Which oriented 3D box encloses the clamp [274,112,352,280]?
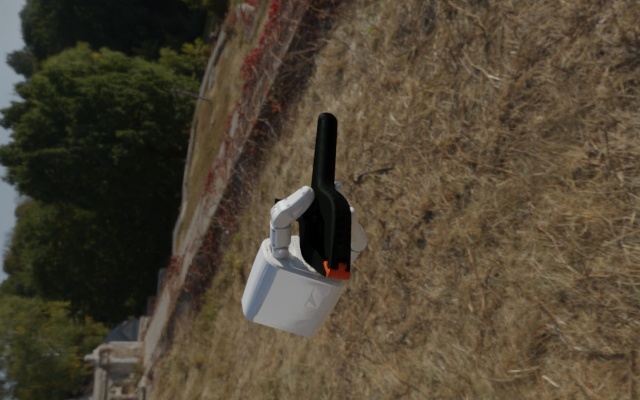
[{"bbox_3d":[-0.001,0.002,0.572,0.036,0.165,0.209,11,32,-26],"label":"clamp"}]
